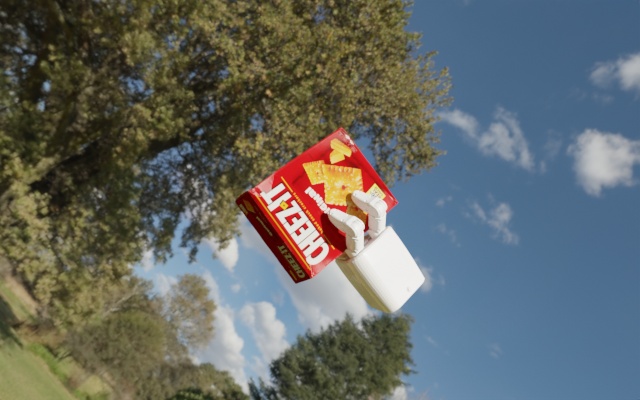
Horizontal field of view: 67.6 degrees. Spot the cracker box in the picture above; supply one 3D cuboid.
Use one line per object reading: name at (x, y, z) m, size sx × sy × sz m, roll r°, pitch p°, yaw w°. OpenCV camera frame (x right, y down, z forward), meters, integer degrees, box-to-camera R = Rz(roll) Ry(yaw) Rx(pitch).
cracker box at (0.000, 0.002, 0.771) m, size 0.213 × 0.164 × 0.072 m, roll -38°, pitch 3°, yaw -31°
